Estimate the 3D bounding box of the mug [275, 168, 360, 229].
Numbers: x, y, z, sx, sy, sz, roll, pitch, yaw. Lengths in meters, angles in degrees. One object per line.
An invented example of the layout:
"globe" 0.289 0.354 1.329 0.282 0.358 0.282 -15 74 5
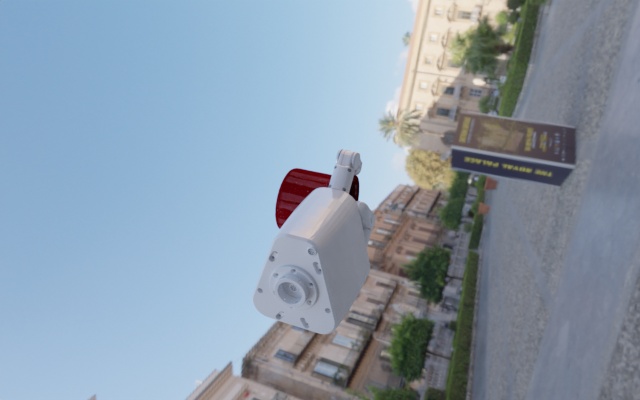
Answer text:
"mug" 0.000 0.001 0.597 0.081 0.093 0.117 13 26 16
